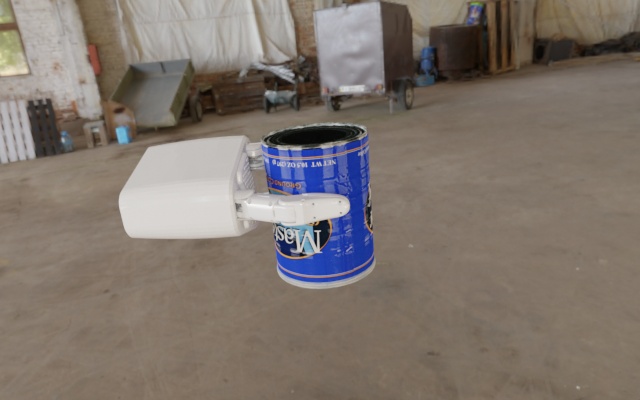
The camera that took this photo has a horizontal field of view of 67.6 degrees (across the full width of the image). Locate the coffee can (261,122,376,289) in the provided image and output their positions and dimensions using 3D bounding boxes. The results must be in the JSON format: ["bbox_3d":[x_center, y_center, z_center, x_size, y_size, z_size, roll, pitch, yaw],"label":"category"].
[{"bbox_3d":[0.000,0.002,0.476,0.103,0.140,0.102,-5,20,2],"label":"coffee can"}]
